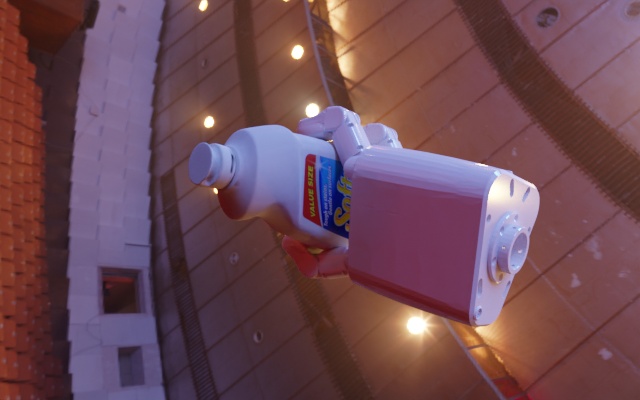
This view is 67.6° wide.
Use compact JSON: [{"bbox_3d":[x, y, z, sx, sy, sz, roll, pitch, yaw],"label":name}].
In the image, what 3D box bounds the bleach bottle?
[{"bbox_3d":[0.000,0.001,0.413,0.068,0.102,0.251,16,3,43],"label":"bleach bottle"}]
